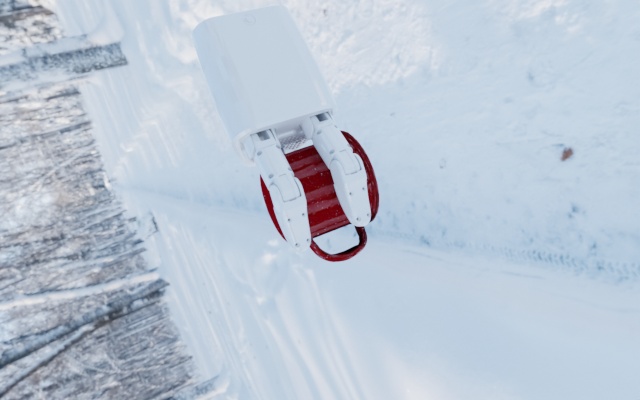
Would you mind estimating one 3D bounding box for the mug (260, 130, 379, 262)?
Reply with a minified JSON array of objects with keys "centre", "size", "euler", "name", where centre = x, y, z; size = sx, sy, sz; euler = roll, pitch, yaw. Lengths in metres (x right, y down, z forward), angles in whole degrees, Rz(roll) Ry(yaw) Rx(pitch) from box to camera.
[{"centre":[0.000,0.003,0.441],"size":[0.081,0.117,0.093],"euler":[-20,-9,-21],"name":"mug"}]
